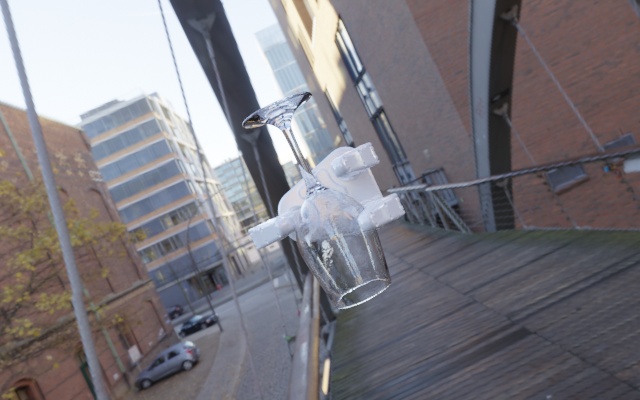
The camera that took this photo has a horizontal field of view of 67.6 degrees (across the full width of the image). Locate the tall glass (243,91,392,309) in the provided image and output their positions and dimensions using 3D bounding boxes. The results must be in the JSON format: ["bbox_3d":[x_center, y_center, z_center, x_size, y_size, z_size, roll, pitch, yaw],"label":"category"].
[{"bbox_3d":[0.000,0.001,0.467,0.079,0.201,0.079,-25,1,0],"label":"tall glass"}]
